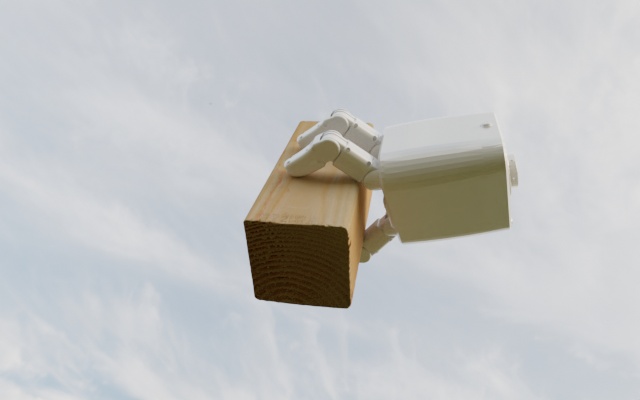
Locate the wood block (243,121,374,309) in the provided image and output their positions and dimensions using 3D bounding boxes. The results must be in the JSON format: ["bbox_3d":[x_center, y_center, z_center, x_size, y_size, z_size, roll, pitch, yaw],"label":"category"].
[{"bbox_3d":[0.001,0.002,0.486,0.090,0.091,0.206,3,32,11],"label":"wood block"}]
